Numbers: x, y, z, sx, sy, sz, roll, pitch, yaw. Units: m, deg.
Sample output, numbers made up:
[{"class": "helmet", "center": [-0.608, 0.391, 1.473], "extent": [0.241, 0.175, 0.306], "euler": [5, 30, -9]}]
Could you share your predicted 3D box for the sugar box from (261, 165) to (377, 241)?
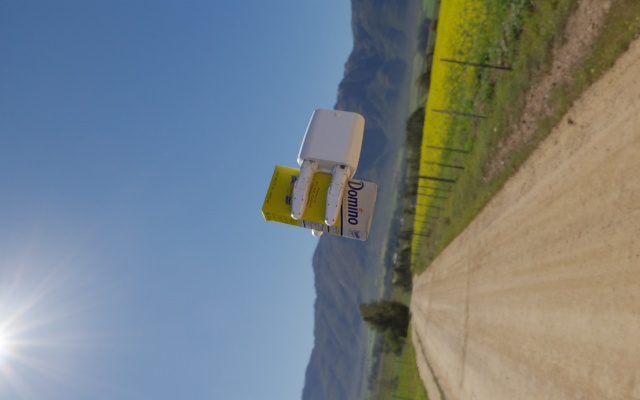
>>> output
[{"class": "sugar box", "center": [0.000, 0.002, 0.793], "extent": [0.176, 0.093, 0.048], "euler": [9, -26, 10]}]
